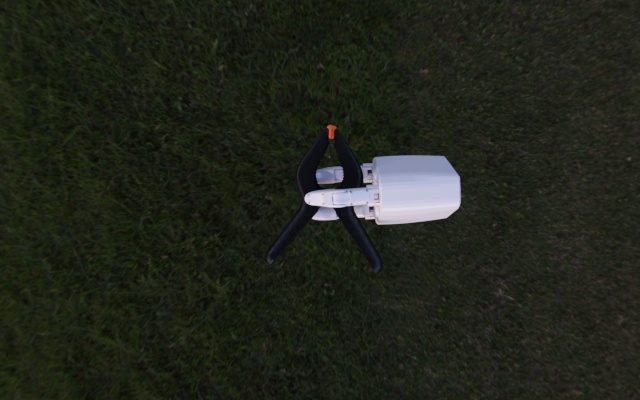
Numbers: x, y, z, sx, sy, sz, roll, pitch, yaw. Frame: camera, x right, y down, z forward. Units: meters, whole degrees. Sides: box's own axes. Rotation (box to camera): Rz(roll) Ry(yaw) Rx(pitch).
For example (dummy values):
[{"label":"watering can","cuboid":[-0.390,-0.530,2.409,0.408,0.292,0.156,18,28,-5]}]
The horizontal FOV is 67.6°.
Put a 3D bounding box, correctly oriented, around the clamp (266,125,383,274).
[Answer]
[{"label":"clamp","cuboid":[0.000,0.002,0.667,0.164,0.210,0.036,-3,5,3]}]
